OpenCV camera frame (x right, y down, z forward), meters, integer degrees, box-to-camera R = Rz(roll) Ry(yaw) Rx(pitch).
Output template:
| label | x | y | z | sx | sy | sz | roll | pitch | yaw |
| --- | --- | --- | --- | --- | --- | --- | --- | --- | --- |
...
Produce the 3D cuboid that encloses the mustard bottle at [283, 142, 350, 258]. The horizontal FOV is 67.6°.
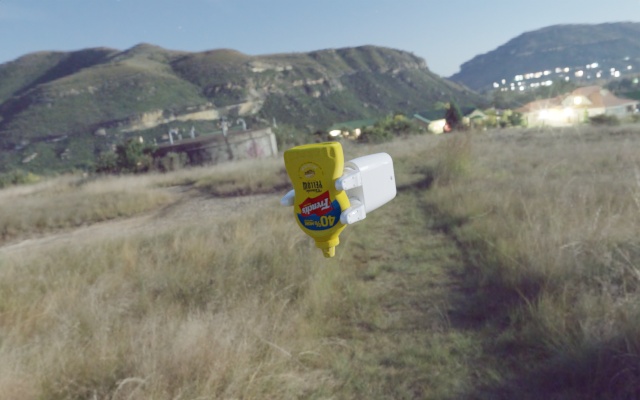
| label | x | y | z | sx | sy | sz | roll | pitch | yaw |
| --- | --- | --- | --- | --- | --- | --- | --- | --- | --- |
| mustard bottle | 0.000 | 0.002 | 0.798 | 0.096 | 0.192 | 0.058 | -5 | 13 | 20 |
